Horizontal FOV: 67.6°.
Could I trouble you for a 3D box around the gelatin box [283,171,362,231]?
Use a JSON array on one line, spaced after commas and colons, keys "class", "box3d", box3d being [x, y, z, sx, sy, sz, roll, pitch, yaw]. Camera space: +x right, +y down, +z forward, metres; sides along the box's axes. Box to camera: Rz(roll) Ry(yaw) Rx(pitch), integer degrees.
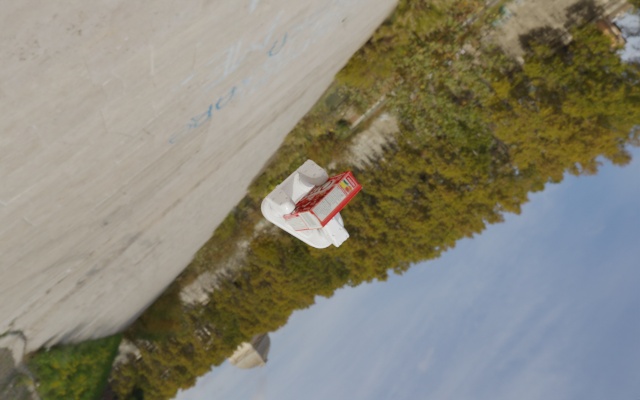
[{"class": "gelatin box", "box3d": [0.001, 0.002, 0.587, 0.073, 0.030, 0.089, -44, 13, -22]}]
